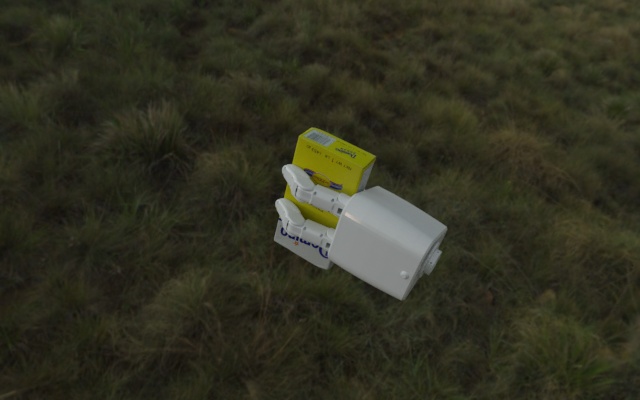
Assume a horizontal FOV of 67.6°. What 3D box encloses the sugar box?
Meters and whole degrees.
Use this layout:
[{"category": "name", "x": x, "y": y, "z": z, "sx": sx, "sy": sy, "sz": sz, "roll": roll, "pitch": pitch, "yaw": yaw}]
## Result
[{"category": "sugar box", "x": 0.000, "y": 0.002, "z": 0.625, "sx": 0.093, "sy": 0.176, "sz": 0.048, "roll": 28, "pitch": 35, "yaw": 16}]
